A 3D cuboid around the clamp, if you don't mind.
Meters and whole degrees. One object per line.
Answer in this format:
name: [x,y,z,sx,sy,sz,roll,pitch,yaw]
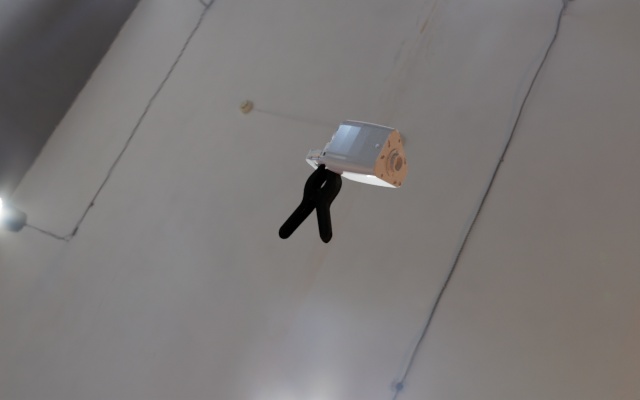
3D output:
clamp: [0.000,0.003,0.858,0.120,0.171,0.039,15,-16,40]
